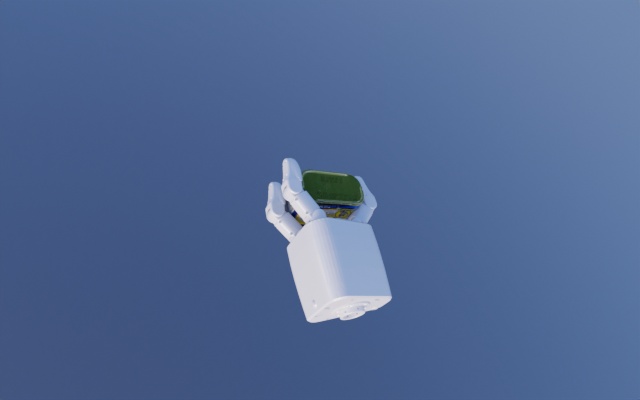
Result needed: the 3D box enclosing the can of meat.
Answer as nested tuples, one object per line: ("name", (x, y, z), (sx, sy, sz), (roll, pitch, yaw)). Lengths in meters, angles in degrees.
("can of meat", (0.000, 0.002, 0.681), (0.102, 0.057, 0.084), (4, -32, -26))
